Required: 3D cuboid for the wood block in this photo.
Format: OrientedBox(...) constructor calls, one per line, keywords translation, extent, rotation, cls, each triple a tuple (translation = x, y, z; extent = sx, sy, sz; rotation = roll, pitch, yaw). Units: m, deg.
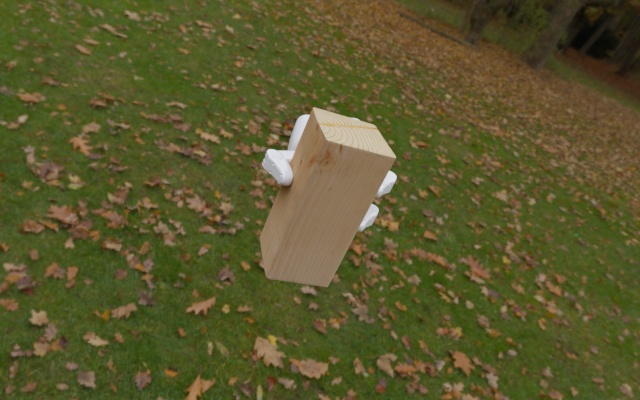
OrientedBox(translation=(0.000, 0.002, 0.607), extent=(0.091, 0.206, 0.090), rotation=(12, 31, -21), cls="wood block")
